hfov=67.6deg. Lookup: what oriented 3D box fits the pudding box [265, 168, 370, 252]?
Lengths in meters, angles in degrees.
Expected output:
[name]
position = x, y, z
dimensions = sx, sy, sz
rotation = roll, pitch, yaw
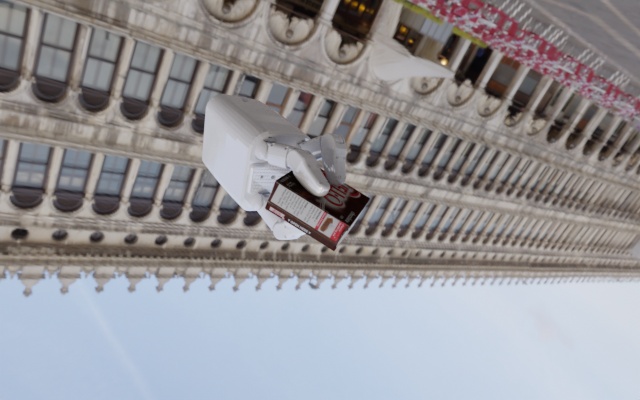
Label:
[pudding box]
position = 0.000, 0.002, 0.530
dimensions = 0.090, 0.039, 0.113
rotation = 31, 23, 6
